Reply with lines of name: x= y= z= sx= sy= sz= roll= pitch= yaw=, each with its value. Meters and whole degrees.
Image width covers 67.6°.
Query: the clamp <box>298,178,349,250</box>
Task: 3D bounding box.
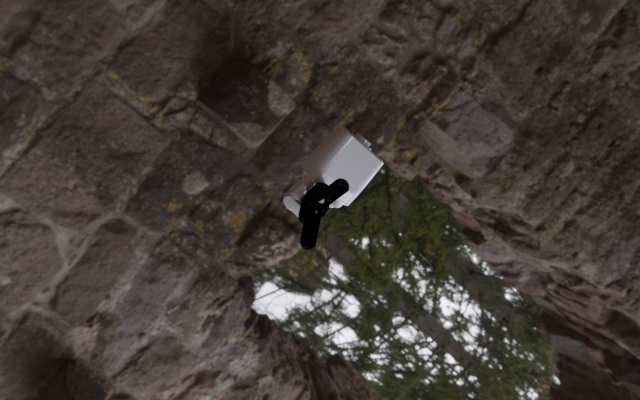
clamp: x=0.001 y=0.003 z=0.781 sx=0.039 sy=0.120 sz=0.171 roll=36 pitch=10 yaw=-16
